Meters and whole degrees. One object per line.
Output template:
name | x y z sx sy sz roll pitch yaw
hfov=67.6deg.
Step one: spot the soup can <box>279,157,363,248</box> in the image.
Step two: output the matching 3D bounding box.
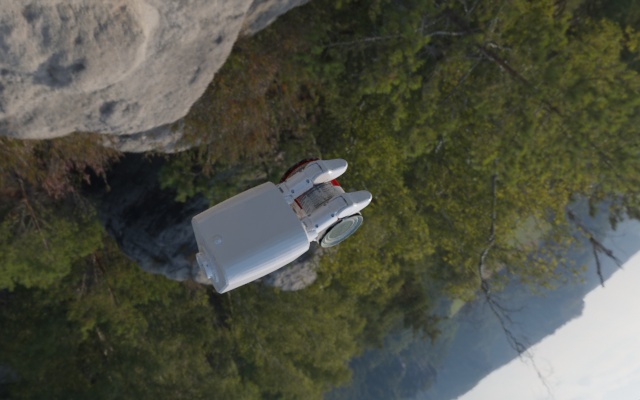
soup can | 0.001 0.002 0.626 0.068 0.102 0.068 -30 -24 -14
